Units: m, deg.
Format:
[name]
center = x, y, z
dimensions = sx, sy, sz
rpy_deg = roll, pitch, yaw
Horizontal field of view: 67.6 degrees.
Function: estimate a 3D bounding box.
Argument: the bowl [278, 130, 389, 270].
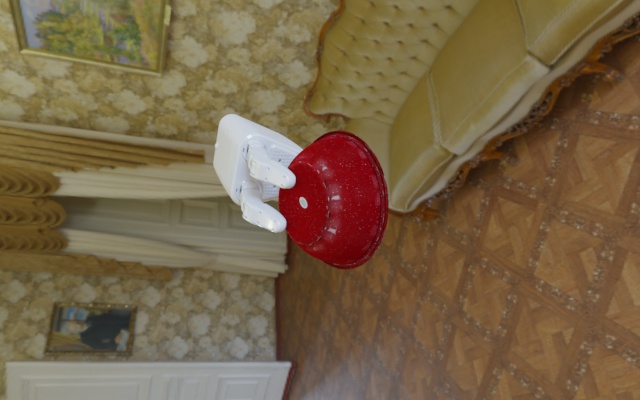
[bowl]
center = 0.001, 0.002, 0.538
dimensions = 0.055, 0.162, 0.162
rpy_deg = -5, 3, -39
